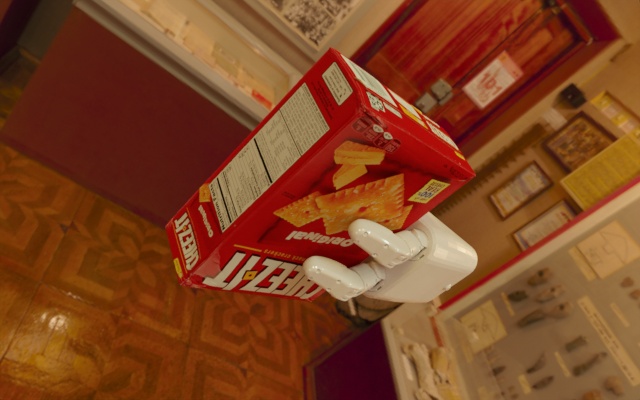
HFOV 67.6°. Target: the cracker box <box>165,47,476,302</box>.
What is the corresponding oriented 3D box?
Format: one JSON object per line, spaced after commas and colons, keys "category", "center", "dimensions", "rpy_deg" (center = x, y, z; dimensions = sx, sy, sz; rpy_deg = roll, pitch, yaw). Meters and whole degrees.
{"category": "cracker box", "center": [0.000, 0.001, 0.409], "dimensions": [0.214, 0.072, 0.164], "rpy_deg": [-42, -38, 24]}
